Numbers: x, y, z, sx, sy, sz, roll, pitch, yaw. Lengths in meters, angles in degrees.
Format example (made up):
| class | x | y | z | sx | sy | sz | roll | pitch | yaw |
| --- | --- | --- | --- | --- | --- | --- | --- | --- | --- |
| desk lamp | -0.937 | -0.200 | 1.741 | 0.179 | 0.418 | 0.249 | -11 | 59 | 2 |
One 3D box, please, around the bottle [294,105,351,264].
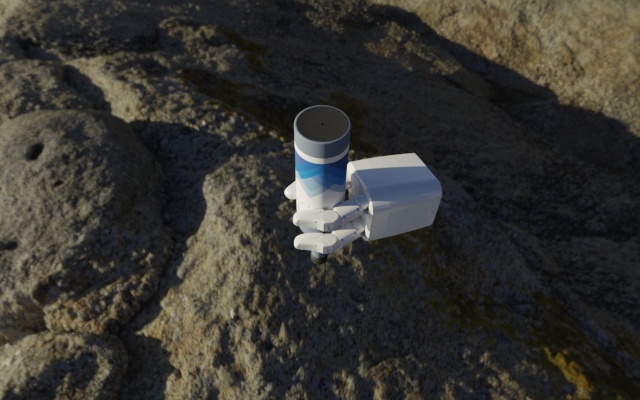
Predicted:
| class | x | y | z | sx | sy | sz | roll | pitch | yaw |
| --- | --- | --- | --- | --- | --- | --- | --- | --- | --- |
| bottle | 0.000 | 0.002 | 0.671 | 0.069 | 0.069 | 0.296 | 0 | -39 | -1 |
